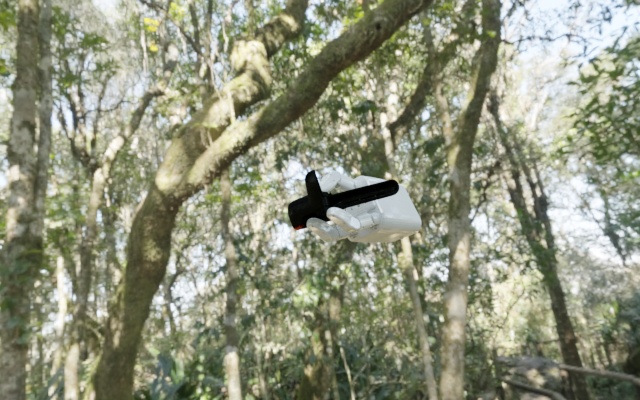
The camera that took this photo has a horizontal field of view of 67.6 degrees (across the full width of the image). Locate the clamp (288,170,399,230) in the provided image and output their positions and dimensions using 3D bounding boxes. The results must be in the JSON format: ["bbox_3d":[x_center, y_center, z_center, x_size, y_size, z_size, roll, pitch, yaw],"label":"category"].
[{"bbox_3d":[0.000,0.002,0.776,0.164,0.036,0.210,9,-26,-37],"label":"clamp"}]
